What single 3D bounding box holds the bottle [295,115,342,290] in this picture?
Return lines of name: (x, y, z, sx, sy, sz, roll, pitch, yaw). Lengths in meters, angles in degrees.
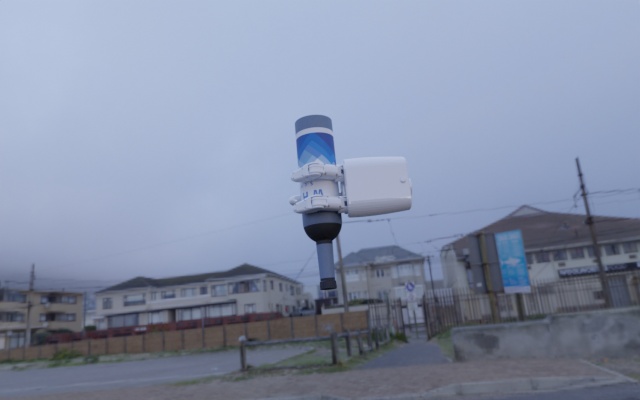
bottle: (0.000, 0.002, 0.813, 0.069, 0.295, 0.069, -5, -15, -1)
